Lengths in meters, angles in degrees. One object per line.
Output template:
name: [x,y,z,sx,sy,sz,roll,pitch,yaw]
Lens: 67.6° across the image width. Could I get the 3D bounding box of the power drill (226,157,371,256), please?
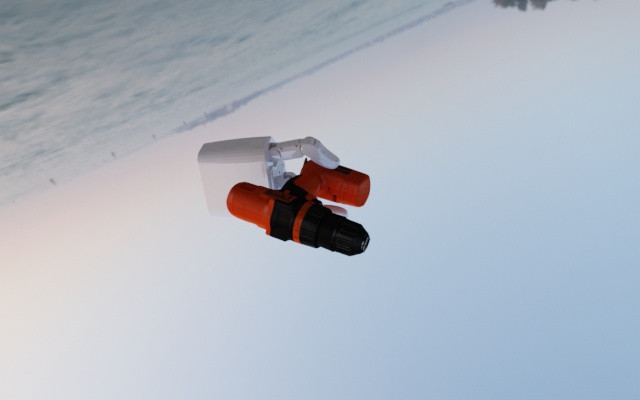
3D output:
power drill: [0.000,0.002,0.623,0.184,0.057,0.187,20,23,19]
